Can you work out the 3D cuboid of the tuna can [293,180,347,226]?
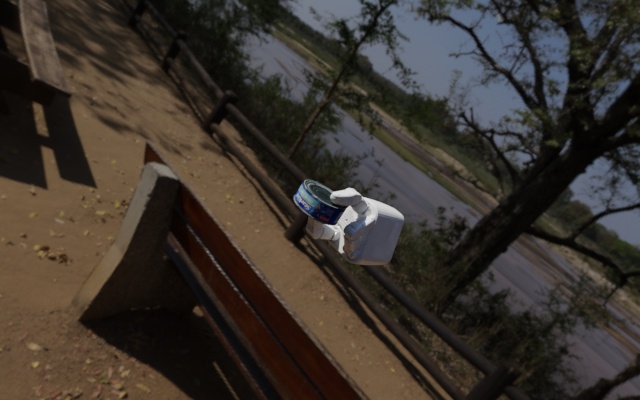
[{"bbox_3d":[0.000,0.002,0.793,0.086,0.034,0.086,29,19,-11],"label":"tuna can"}]
